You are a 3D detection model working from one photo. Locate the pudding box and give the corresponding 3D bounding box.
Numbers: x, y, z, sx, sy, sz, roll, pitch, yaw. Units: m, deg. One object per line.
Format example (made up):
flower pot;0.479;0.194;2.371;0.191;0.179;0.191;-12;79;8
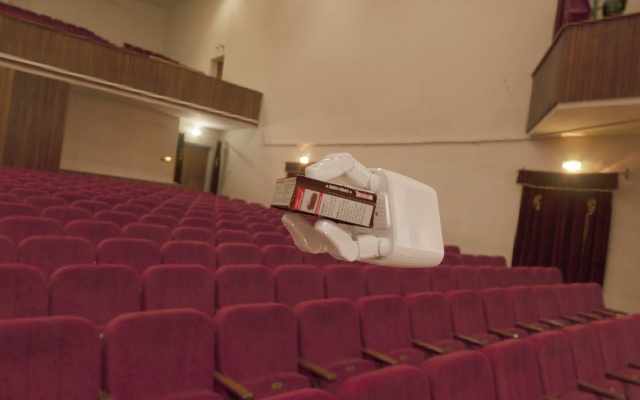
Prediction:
pudding box;0.000;0.002;0.516;0.090;0.039;0.113;13;-5;-14
